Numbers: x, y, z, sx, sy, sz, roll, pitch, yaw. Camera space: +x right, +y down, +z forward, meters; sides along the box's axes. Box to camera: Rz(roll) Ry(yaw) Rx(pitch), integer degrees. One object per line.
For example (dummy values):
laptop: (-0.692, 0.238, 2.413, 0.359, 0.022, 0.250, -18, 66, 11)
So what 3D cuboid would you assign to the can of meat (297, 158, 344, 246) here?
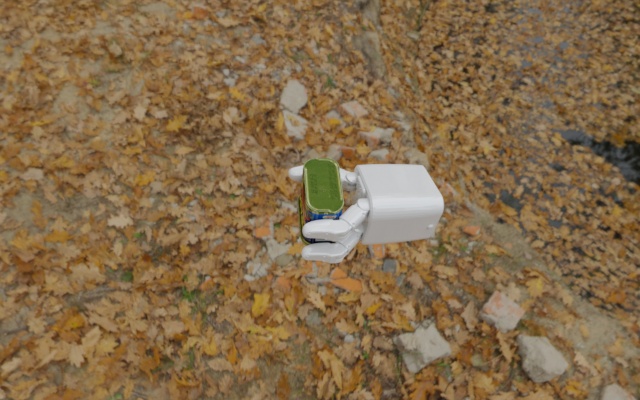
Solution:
can of meat: (0.000, 0.002, 0.678, 0.057, 0.102, 0.084, 0, -37, -7)
